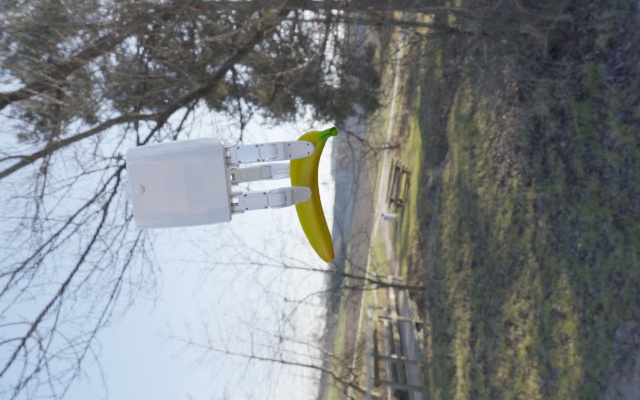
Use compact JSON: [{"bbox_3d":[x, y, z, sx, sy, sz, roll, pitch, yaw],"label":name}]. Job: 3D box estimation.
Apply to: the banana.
[{"bbox_3d":[-0.011,-0.009,0.610,0.037,0.198,0.069,-22,38,-28],"label":"banana"}]
